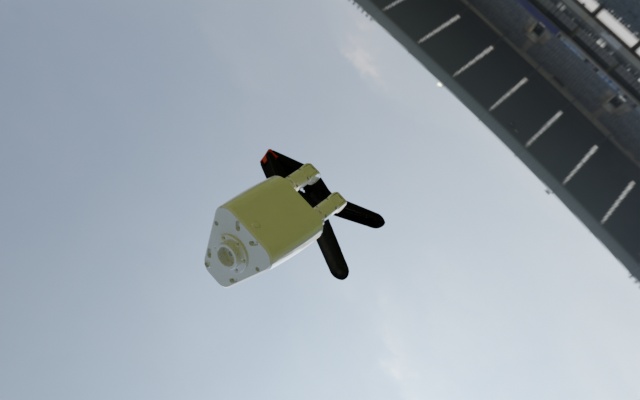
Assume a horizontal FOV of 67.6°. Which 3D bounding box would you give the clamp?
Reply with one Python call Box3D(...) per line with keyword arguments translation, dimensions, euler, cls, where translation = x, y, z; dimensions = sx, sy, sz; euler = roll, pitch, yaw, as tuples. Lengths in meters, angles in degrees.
Box3D(translation=(-0.001, 0.002, 0.699), dimensions=(0.036, 0.210, 0.164), euler=(-49, -9, 35), cls="clamp")
